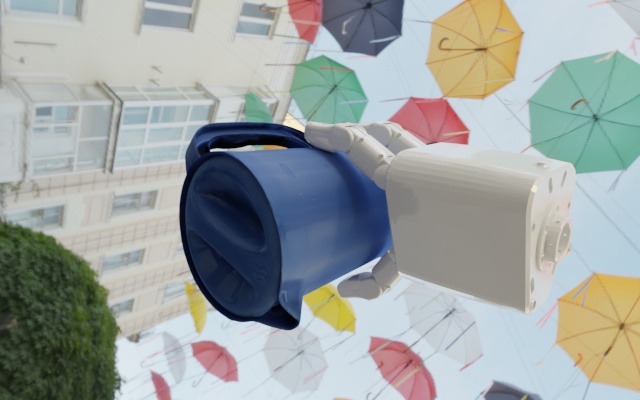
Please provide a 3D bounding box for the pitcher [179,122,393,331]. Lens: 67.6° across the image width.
[{"bbox_3d":[0.000,0.002,0.446,0.145,0.149,0.243,12,17,42],"label":"pitcher"}]
